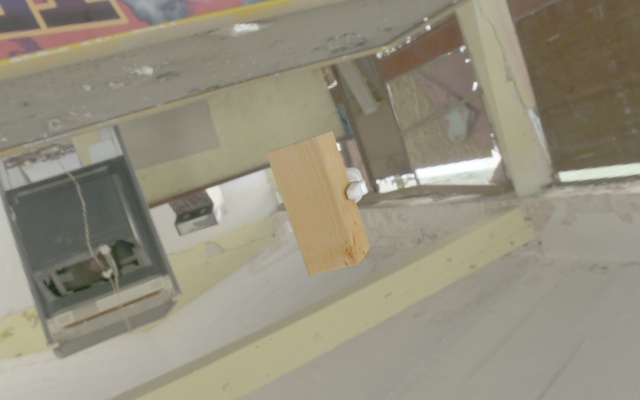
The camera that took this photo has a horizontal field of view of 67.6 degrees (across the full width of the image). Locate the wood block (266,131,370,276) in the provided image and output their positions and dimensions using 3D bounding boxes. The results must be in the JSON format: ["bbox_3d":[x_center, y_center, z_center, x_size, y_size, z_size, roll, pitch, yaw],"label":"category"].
[{"bbox_3d":[0.001,0.002,0.772,0.091,0.206,0.090,-16,8,21],"label":"wood block"}]
